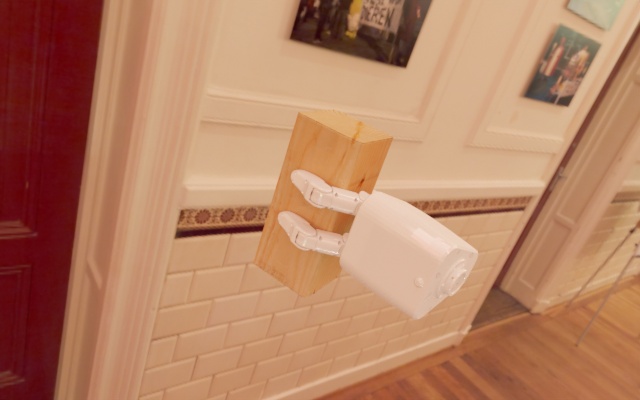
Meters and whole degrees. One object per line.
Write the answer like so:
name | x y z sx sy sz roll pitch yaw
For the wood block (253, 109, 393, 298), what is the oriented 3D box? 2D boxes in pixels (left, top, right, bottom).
wood block | 0.001 0.002 0.592 0.090 0.206 0.091 30 25 23
